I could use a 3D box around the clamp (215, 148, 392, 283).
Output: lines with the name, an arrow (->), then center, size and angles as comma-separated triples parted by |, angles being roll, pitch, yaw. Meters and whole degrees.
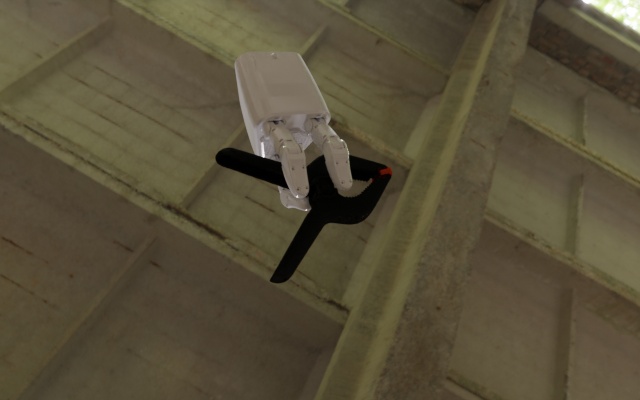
clamp -> 0.000, 0.002, 0.551 | 0.210, 0.164, 0.036 | -9, -24, -28
